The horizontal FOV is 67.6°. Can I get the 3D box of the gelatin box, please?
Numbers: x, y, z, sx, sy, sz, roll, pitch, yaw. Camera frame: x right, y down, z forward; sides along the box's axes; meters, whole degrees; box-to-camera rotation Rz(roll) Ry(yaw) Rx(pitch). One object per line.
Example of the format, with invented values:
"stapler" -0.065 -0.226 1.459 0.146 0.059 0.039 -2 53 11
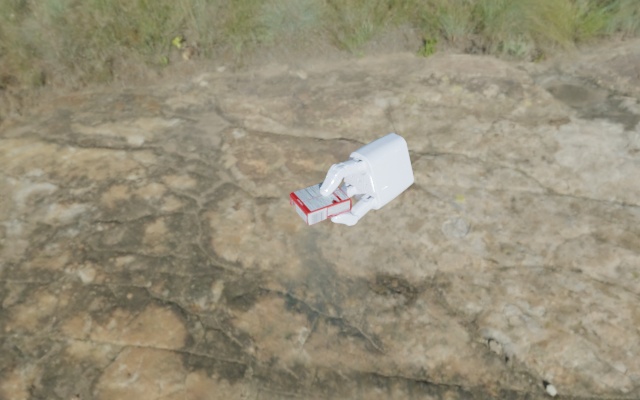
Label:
"gelatin box" 0.000 0.003 0.849 0.089 0.030 0.073 -19 39 -22
